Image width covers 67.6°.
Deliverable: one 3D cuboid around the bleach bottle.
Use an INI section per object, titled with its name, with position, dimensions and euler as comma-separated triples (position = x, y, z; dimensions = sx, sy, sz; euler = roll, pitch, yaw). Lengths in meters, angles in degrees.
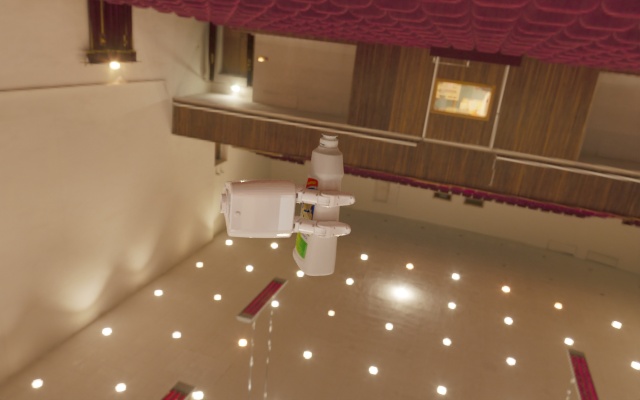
[bleach bottle]
position = 0.000, 0.003, 0.856
dimensions = 0.068, 0.251, 0.102
euler = 0, 20, -18
